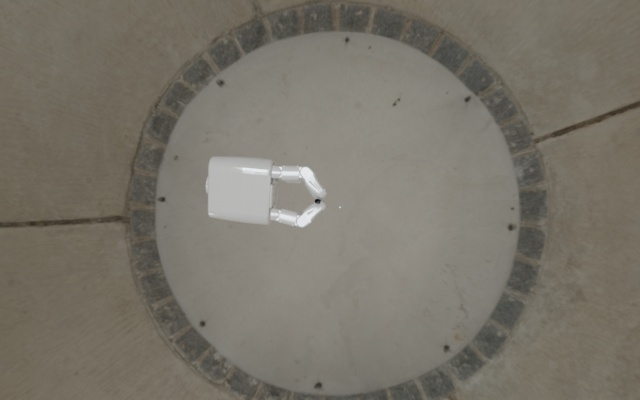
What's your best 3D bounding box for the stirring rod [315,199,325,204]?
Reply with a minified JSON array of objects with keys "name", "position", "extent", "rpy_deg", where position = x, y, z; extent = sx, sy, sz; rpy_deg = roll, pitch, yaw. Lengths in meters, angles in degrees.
[{"name":"stirring rod","position":[0.000,0.003,0.894],"extent":[0.011,0.011,0.239],"rpy_deg":[0,-1,3]}]
